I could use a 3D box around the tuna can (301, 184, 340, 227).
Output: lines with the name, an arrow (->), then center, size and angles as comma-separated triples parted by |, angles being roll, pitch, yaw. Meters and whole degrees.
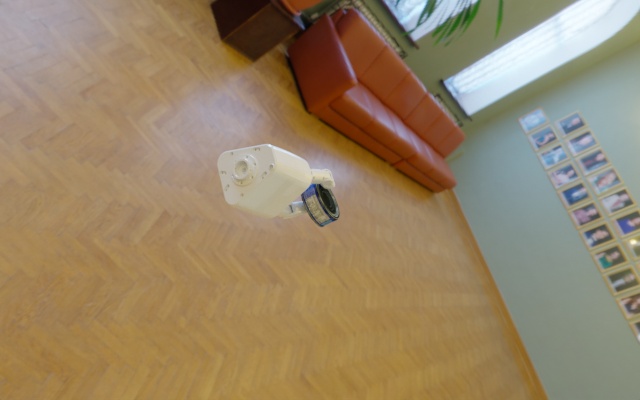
tuna can -> 0.001, 0.003, 0.861 | 0.034, 0.086, 0.086 | -26, -9, 18
